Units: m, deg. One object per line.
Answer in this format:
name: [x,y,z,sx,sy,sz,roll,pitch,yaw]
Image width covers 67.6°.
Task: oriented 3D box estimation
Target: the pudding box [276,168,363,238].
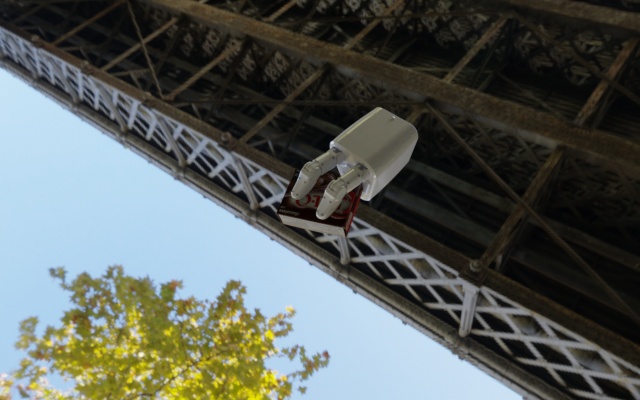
pudding box: [0.000,0.002,0.741,0.113,0.090,0.039,9,-32,20]
